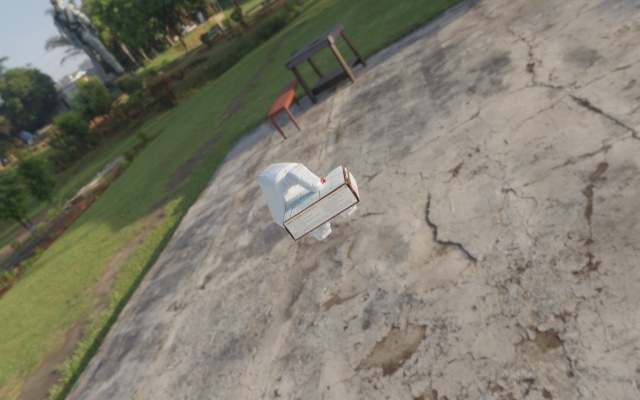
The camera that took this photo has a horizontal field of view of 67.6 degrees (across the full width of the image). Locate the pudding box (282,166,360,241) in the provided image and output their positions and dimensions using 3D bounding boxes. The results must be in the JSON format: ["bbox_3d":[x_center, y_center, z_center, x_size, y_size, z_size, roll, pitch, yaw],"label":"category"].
[{"bbox_3d":[0.000,0.002,0.702,0.113,0.039,0.090,-34,17,12],"label":"pudding box"}]
